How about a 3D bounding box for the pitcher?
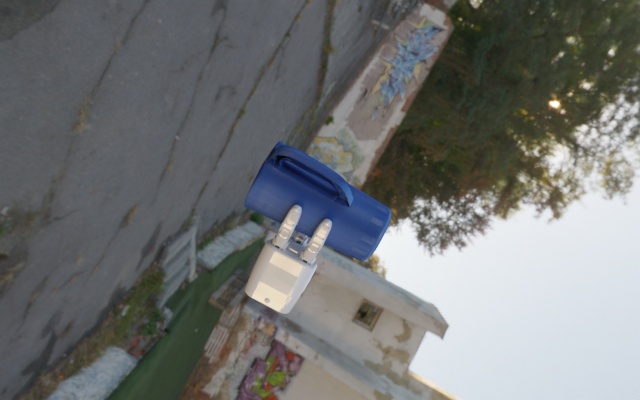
[{"bbox_3d":[0.000,0.003,0.839,0.243,0.145,0.149,28,13,-1],"label":"pitcher"}]
